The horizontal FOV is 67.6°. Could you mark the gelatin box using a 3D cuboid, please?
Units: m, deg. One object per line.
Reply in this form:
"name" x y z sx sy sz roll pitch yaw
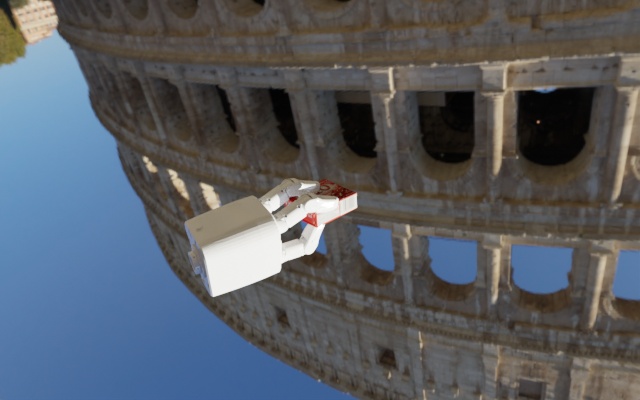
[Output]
"gelatin box" 0.000 0.003 0.731 0.089 0.030 0.073 -25 34 -35
